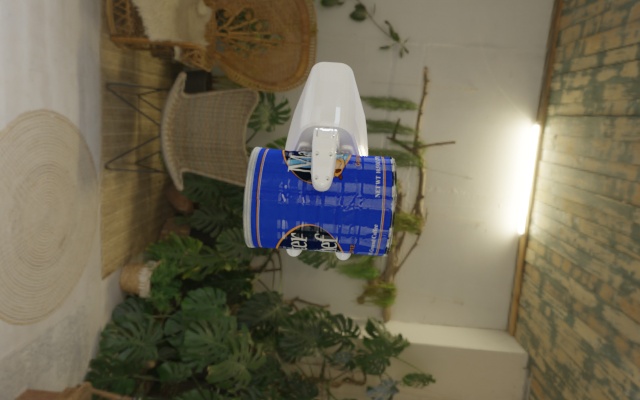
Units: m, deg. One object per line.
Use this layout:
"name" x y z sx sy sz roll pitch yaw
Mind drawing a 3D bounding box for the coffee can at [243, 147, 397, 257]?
"coffee can" 0.000 0.002 0.487 0.140 0.103 0.103 4 0 1
